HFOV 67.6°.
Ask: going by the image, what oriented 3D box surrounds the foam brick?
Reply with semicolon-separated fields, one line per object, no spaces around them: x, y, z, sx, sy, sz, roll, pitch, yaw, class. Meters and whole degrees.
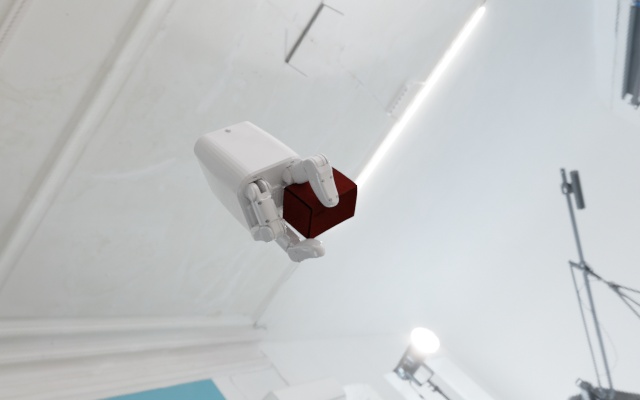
0.000;0.002;0.583;0.078;0.053;0.051;-26;49;-34;foam brick
